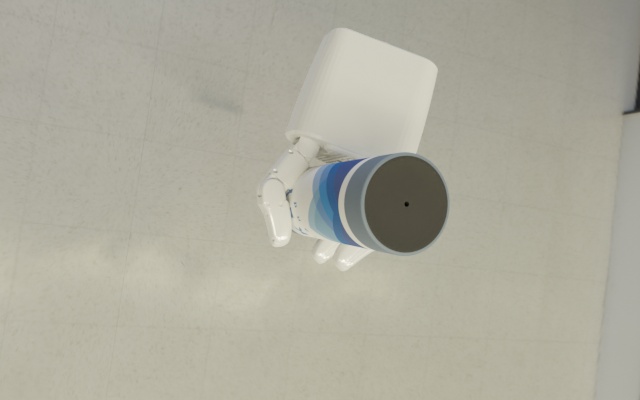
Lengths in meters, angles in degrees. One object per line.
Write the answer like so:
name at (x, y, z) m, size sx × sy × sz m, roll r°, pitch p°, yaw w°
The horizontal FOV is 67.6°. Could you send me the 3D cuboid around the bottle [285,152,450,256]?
bottle at (0.000, 0.002, 0.439) m, size 0.069 × 0.069 × 0.295 m, roll 0°, pitch 0°, yaw -22°
